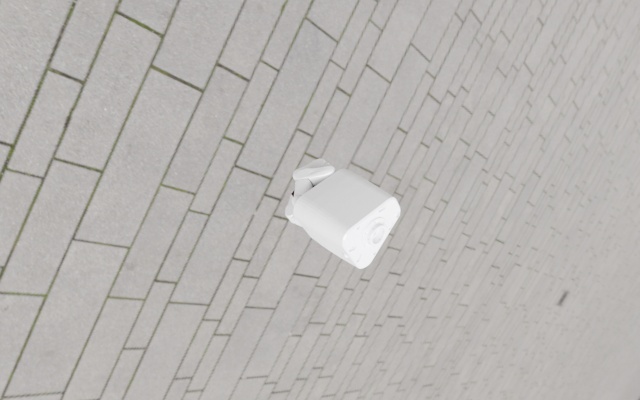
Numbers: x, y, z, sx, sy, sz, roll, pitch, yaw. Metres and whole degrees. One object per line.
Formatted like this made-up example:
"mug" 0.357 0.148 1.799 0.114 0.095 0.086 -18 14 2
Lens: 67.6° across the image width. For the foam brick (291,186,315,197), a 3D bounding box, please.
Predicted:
"foam brick" 0.000 0.003 0.764 0.051 0.053 0.078 32 -15 40
